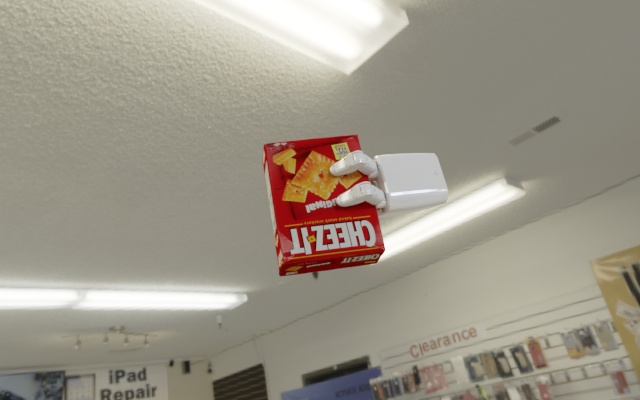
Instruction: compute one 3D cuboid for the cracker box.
[{"bbox_3d":[0.000,0.002,0.779,0.164,0.213,0.072,-6,-25,-11],"label":"cracker box"}]
